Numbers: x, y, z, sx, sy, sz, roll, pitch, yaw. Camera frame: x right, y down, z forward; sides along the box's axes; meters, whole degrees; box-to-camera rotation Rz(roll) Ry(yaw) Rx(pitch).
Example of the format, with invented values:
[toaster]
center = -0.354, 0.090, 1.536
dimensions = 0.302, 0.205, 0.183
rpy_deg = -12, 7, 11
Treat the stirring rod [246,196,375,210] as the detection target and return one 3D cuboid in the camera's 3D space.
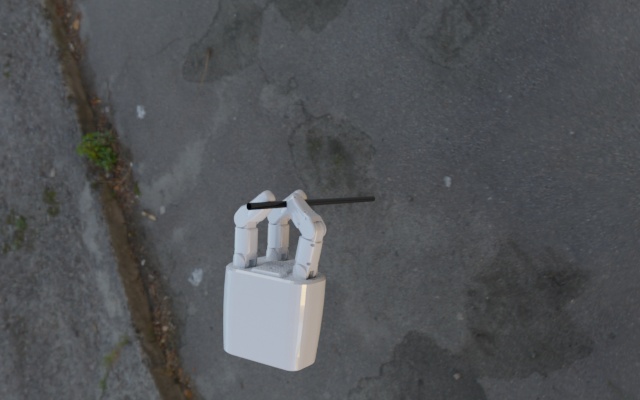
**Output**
[stirring rod]
center = 0.000, 0.002, 0.595
dimensions = 0.011, 0.011, 0.239
rpy_deg = 0, 2, 39
